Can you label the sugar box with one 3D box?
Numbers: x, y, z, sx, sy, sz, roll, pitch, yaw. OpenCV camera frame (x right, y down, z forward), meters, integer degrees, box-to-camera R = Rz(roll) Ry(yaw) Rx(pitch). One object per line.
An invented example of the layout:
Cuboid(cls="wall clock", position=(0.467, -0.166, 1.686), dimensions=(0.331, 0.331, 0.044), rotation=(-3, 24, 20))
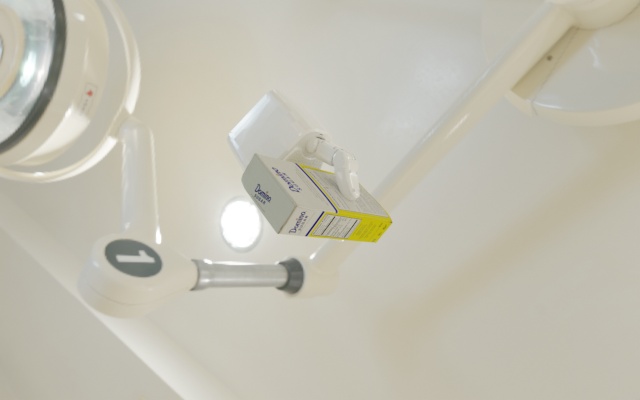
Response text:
Cuboid(cls="sugar box", position=(0.000, 0.002, 0.559), dimensions=(0.176, 0.048, 0.093), rotation=(8, 33, -46))
